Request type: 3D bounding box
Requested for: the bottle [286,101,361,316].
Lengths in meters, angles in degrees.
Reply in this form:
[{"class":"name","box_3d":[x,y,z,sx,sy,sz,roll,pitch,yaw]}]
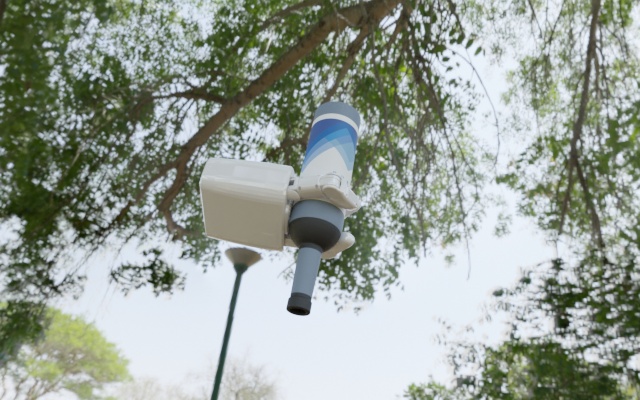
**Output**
[{"class":"bottle","box_3d":[0.000,0.002,0.606,0.069,0.295,0.069,8,-33,5]}]
